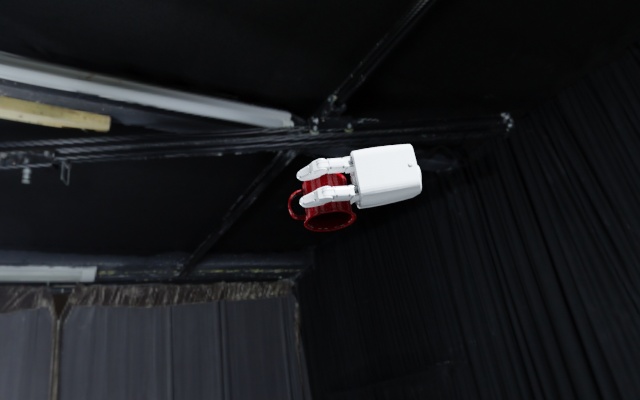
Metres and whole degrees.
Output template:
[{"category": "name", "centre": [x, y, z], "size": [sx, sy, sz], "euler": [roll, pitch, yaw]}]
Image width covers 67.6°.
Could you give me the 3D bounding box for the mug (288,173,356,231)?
[{"category": "mug", "centre": [-0.001, 0.003, 0.860], "size": [0.117, 0.081, 0.093], "euler": [-8, -24, 0]}]
